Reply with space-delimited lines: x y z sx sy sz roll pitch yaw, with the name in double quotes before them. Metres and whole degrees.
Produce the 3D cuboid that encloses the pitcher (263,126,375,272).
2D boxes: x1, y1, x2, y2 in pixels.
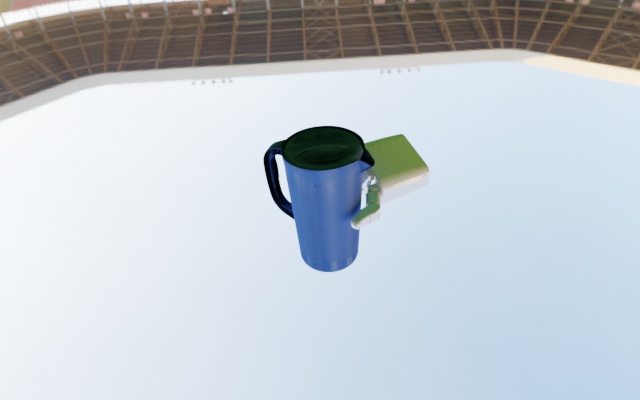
"pitcher" 0.000 0.003 0.821 0.145 0.243 0.149 -19 41 -19
